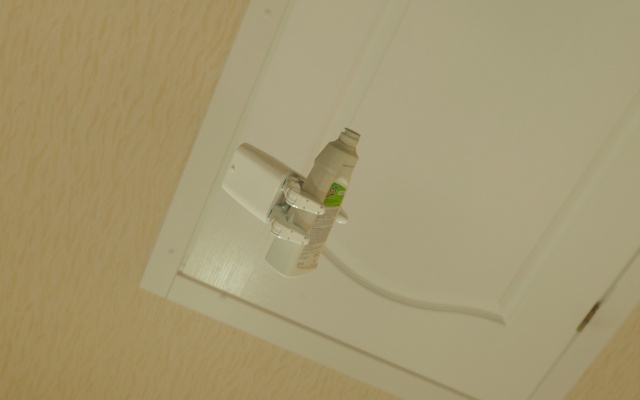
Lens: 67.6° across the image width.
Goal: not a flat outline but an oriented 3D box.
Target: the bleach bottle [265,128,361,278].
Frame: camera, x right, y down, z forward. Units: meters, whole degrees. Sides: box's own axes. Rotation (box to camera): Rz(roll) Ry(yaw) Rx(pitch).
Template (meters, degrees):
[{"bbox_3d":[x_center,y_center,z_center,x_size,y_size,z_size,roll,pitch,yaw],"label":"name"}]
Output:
[{"bbox_3d":[0.000,0.003,0.769,0.068,0.251,0.102,34,19,24],"label":"bleach bottle"}]
